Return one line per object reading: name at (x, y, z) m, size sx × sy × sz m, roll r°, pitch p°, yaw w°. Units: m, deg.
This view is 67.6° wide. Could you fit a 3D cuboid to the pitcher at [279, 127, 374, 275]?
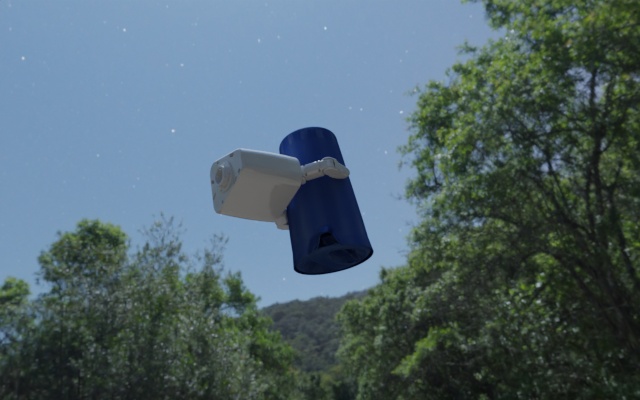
pitcher at (0.000, 0.003, 0.834) m, size 0.145 × 0.242 × 0.149 m, roll 8°, pitch -32°, yaw -36°
